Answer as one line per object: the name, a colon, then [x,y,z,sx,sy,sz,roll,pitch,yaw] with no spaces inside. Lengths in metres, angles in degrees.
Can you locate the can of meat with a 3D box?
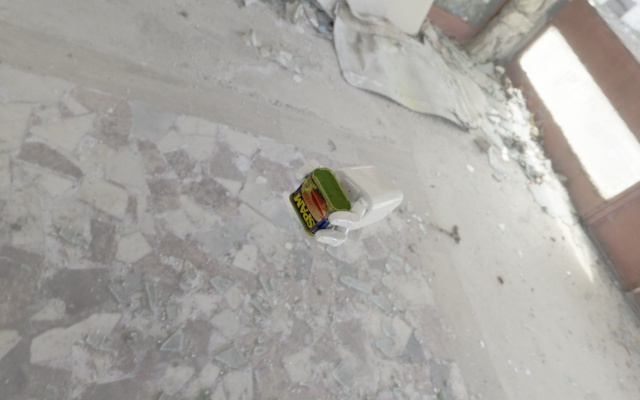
can of meat: [0.000,0.003,0.867,0.057,0.102,0.084,-9,-28,-43]
